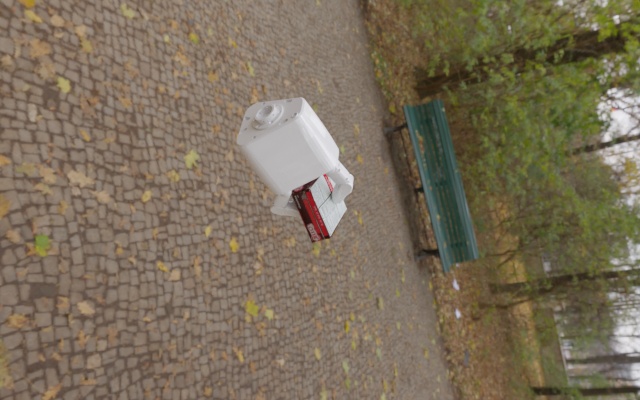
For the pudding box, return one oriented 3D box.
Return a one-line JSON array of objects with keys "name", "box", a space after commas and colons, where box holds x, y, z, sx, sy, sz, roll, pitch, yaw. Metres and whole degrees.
[{"name": "pudding box", "box": [0.000, 0.002, 0.773, 0.039, 0.090, 0.113, -14, 19, 25]}]
